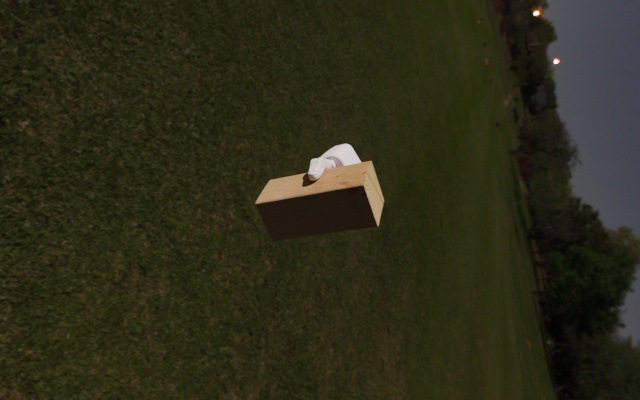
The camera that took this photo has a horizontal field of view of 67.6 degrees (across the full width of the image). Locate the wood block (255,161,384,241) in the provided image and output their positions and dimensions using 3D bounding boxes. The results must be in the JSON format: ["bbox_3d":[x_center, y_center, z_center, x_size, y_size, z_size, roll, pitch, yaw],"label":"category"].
[{"bbox_3d":[0.000,0.002,0.873,0.206,0.091,0.090,-10,29,21],"label":"wood block"}]
